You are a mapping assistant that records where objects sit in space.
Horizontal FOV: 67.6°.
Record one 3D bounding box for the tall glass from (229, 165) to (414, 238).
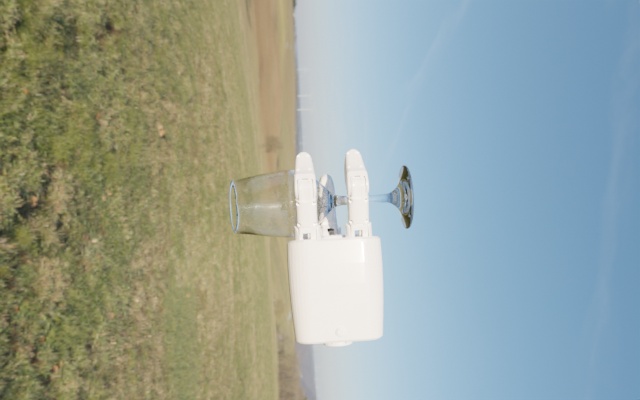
[{"bbox_3d":[0.001,0.002,0.549,0.201,0.079,0.079,-3,0,-2],"label":"tall glass"}]
